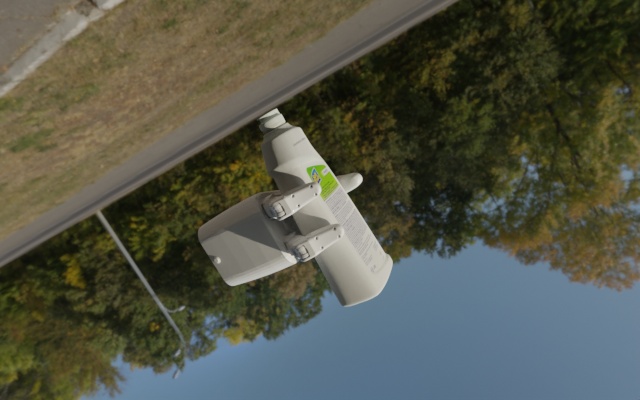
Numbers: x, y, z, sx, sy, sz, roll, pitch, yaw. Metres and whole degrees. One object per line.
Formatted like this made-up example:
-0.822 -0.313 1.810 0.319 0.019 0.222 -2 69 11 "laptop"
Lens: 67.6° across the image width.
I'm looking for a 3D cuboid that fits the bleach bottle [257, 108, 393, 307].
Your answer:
0.000 0.002 0.594 0.068 0.251 0.102 -25 10 25 "bleach bottle"
